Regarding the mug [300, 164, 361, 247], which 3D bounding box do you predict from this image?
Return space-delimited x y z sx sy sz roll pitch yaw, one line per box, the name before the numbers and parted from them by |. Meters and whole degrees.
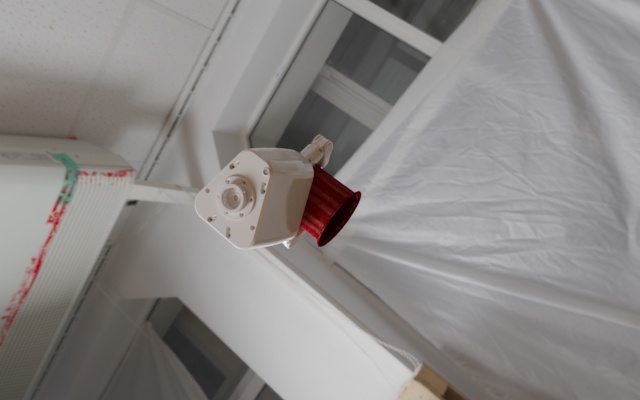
mug | 0.001 0.002 0.664 0.081 0.093 0.117 37 14 16
